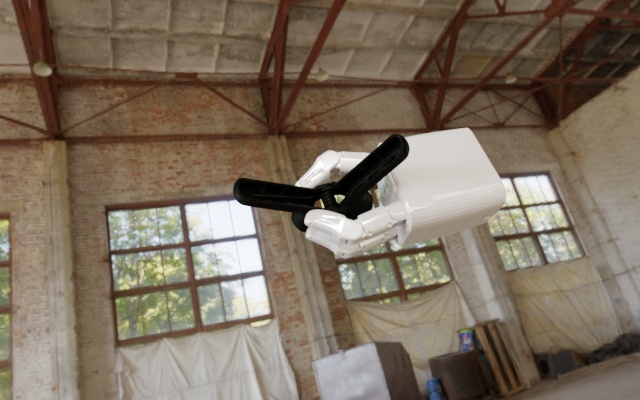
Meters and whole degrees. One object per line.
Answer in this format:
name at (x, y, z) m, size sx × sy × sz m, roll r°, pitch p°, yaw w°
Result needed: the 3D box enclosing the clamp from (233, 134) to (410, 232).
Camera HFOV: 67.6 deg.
clamp at (0.000, 0.001, 0.513) m, size 0.164 × 0.036 × 0.210 m, roll -13°, pitch -20°, yaw -5°
